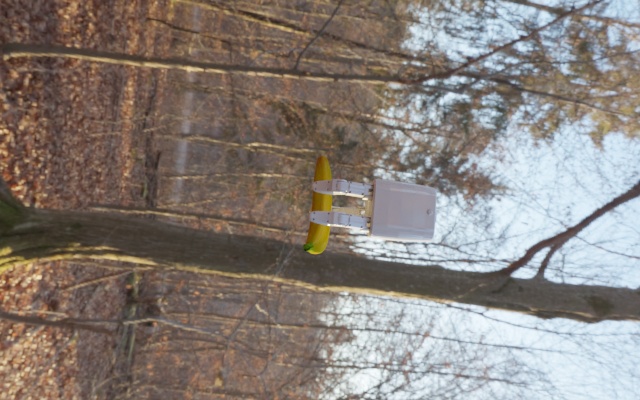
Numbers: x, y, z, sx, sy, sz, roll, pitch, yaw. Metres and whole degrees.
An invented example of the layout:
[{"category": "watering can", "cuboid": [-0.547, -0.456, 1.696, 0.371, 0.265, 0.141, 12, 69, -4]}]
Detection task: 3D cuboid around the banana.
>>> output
[{"category": "banana", "cuboid": [0.000, 0.016, 0.822, 0.037, 0.197, 0.070, 4, -36, 4]}]
